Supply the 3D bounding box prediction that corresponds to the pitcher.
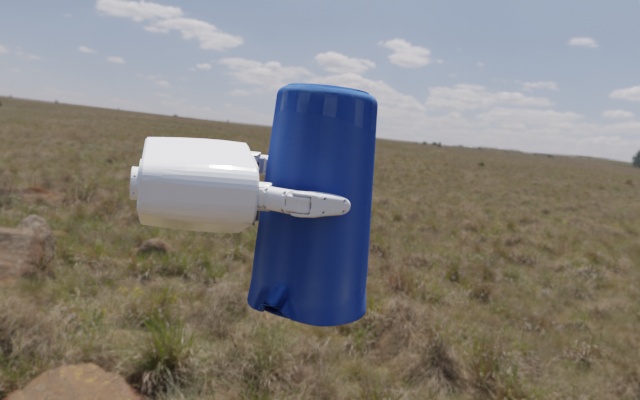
[{"bbox_3d":[0.000,0.002,0.531,0.145,0.243,0.149,4,8,-19],"label":"pitcher"}]
